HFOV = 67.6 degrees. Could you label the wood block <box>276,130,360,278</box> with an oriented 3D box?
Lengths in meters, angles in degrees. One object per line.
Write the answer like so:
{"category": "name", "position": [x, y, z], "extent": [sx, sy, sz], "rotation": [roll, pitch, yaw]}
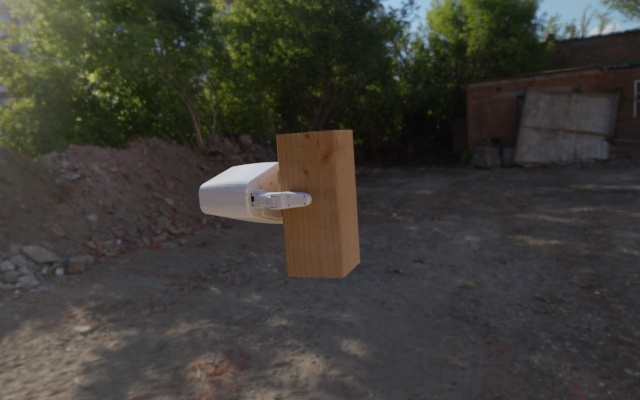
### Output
{"category": "wood block", "position": [0.000, 0.002, 0.708], "extent": [0.090, 0.206, 0.091], "rotation": [-1, 8, 22]}
